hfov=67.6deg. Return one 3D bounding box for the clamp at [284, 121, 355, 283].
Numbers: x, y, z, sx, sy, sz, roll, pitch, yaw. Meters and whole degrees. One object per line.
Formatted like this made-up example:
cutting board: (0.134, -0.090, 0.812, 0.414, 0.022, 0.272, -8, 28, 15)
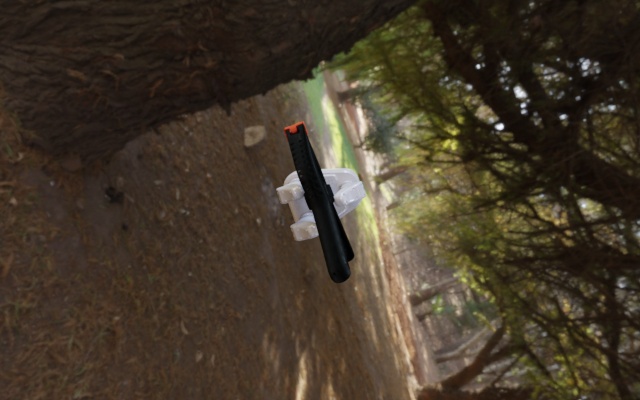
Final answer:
clamp: (0.001, 0.001, 0.612, 0.036, 0.210, 0.164, -20, 6, 5)
